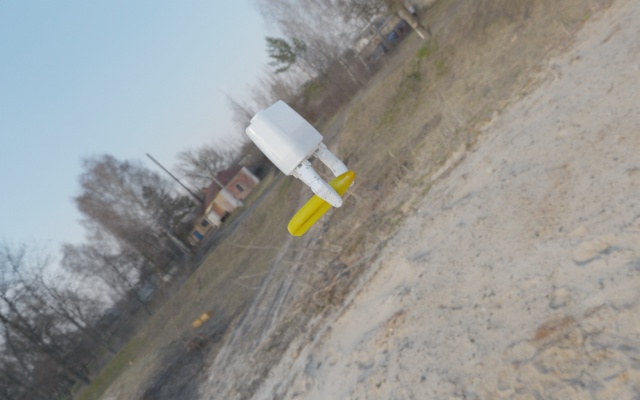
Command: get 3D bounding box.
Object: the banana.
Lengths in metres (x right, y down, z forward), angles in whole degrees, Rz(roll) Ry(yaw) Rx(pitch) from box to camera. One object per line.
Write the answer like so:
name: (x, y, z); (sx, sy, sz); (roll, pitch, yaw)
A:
banana: (-0.010, 0.014, 0.873); (0.198, 0.037, 0.069); (-45, 3, 40)
